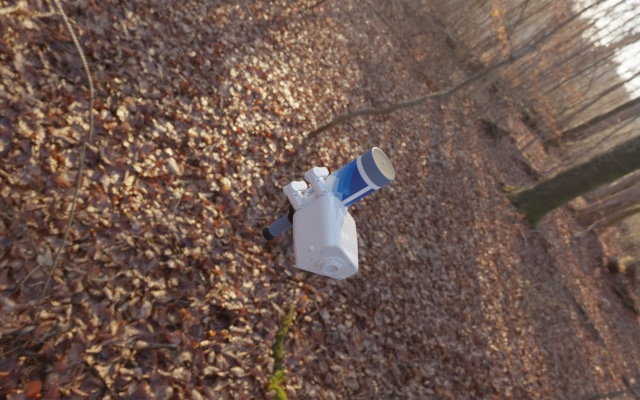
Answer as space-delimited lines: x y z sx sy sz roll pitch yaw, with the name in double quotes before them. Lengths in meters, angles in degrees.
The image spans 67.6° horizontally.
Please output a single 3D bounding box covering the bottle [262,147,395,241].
"bottle" 0.000 0.003 0.900 0.296 0.069 0.069 -31 -17 29
